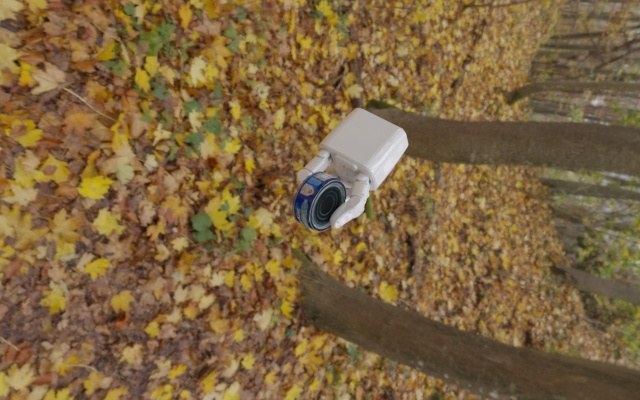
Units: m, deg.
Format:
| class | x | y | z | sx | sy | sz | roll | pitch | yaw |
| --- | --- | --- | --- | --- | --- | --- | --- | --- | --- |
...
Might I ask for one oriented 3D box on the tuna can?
| class | x | y | z | sx | sy | sz | roll | pitch | yaw |
| --- | --- | --- | --- | --- | --- | --- | --- | --- | --- |
| tuna can | 0.000 | 0.003 | 0.710 | 0.033 | 0.086 | 0.086 | 27 | 16 | 34 |
